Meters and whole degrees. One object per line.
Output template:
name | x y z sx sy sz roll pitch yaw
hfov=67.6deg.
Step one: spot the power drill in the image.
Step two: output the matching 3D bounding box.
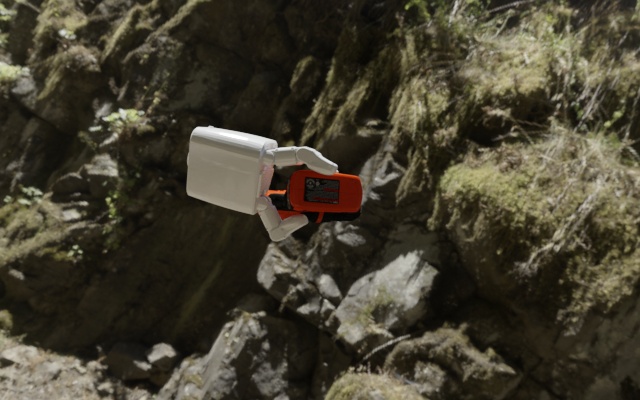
power drill | 0.000 0.002 0.752 0.184 0.057 0.188 3 -10 -15
